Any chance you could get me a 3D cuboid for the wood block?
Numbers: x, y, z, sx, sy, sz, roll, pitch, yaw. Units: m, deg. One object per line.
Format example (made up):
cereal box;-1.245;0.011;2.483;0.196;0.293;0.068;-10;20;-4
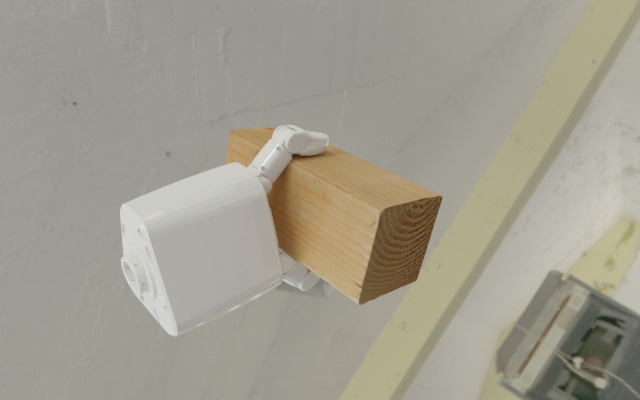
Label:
wood block;0.000;0.001;0.468;0.090;0.091;0.206;-10;30;-44
